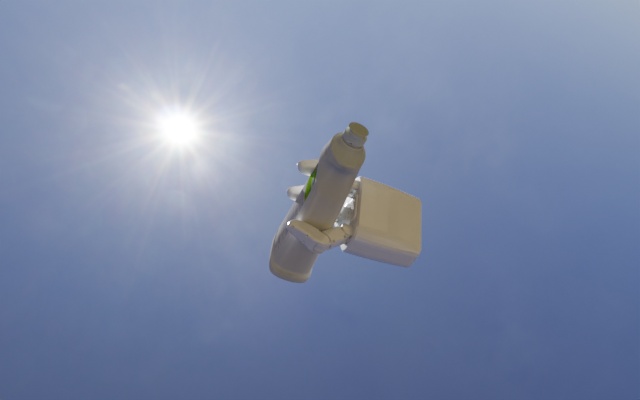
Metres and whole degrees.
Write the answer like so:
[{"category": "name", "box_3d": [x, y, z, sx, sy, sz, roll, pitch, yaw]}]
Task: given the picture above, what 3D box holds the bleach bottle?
[{"category": "bleach bottle", "box_3d": [0.000, 0.002, 0.671, 0.068, 0.251, 0.102, 18, 39, -13]}]
